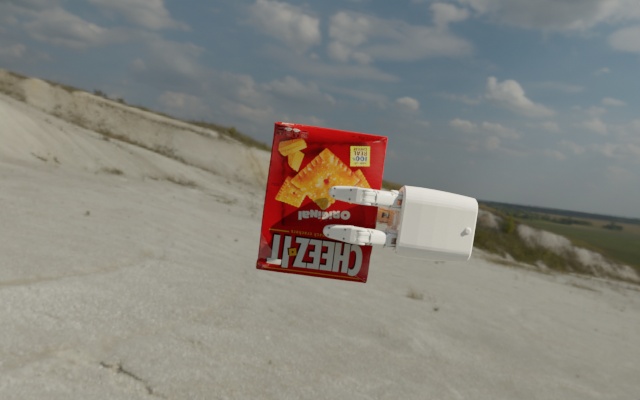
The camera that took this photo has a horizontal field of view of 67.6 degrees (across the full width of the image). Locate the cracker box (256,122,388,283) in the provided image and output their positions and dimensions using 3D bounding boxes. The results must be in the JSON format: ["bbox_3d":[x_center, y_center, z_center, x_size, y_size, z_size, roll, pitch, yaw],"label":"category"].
[{"bbox_3d":[0.000,0.002,0.699,0.164,0.214,0.072,8,3,-3],"label":"cracker box"}]
